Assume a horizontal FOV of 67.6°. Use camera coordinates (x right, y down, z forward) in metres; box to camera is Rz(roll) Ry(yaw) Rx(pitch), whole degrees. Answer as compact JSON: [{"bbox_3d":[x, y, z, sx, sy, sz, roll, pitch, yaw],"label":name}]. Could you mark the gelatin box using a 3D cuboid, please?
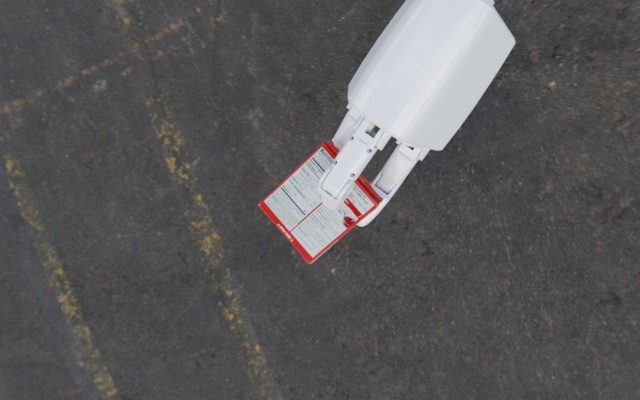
[{"bbox_3d":[0.000,0.002,0.435,0.089,0.073,0.030,-42,-2,18],"label":"gelatin box"}]
